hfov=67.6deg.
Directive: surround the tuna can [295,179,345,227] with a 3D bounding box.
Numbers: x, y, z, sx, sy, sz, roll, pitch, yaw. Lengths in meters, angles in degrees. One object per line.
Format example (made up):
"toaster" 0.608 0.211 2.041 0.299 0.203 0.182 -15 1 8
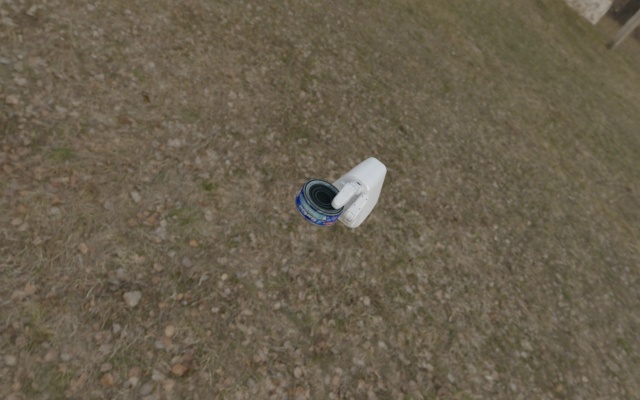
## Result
"tuna can" 0.000 0.002 0.856 0.086 0.086 0.034 0 -38 -34
